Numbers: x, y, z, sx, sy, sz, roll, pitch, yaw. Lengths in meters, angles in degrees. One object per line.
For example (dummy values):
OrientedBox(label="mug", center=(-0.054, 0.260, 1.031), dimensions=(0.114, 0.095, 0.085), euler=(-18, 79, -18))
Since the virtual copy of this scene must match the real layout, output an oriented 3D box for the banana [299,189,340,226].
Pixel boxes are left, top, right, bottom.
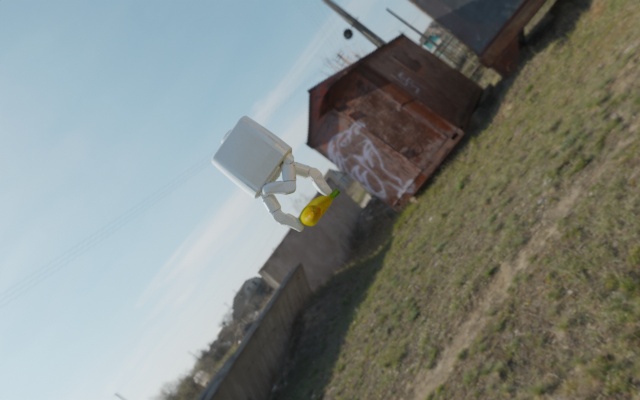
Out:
OrientedBox(label="banana", center=(-0.010, 0.017, 0.896), dimensions=(0.037, 0.070, 0.197), euler=(38, 16, 1))
